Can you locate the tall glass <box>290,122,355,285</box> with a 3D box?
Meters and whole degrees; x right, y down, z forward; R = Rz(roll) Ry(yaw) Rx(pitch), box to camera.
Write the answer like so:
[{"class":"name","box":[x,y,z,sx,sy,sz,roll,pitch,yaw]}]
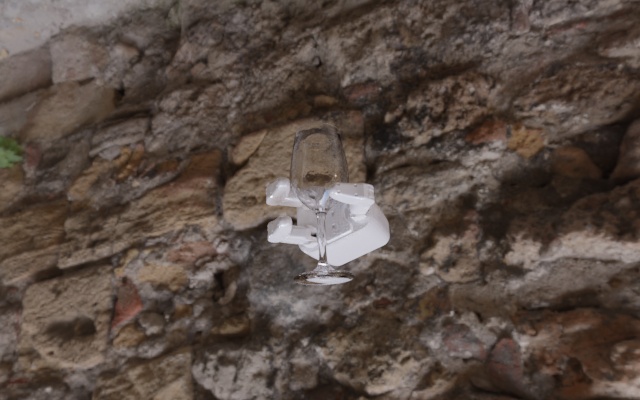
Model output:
[{"class":"tall glass","box":[0.000,0.003,0.613,0.079,0.201,0.079,-2,-21,-1]}]
